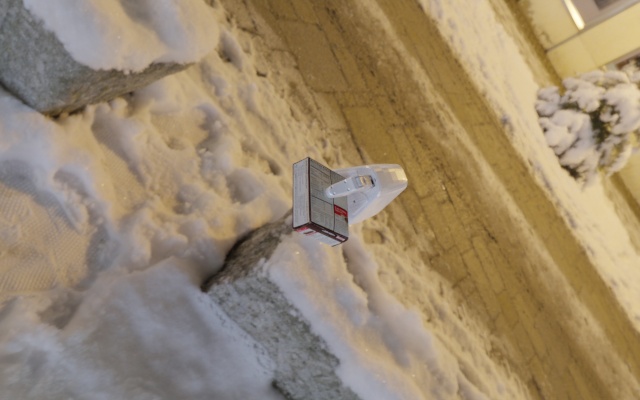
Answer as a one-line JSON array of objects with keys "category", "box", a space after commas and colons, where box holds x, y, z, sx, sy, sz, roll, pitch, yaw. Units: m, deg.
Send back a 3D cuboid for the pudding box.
[{"category": "pudding box", "box": [0.000, 0.002, 0.716, 0.039, 0.113, 0.090, -26, -36, 35]}]
